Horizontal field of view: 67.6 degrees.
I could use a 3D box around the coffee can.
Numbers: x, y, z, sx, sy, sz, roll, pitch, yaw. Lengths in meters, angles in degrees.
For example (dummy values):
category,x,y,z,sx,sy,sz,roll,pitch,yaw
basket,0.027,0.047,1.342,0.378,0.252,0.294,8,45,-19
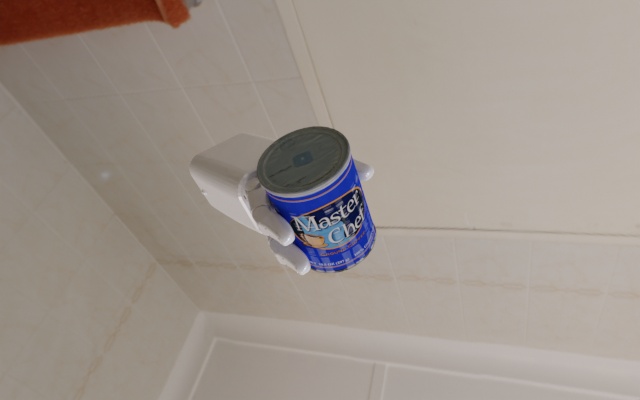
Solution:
category,x,y,z,sx,sy,sz,roll,pitch,yaw
coffee can,0.000,0.002,0.546,0.103,0.102,0.140,0,-42,22
